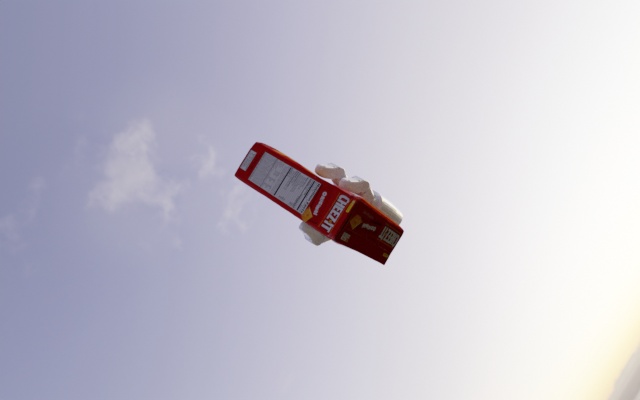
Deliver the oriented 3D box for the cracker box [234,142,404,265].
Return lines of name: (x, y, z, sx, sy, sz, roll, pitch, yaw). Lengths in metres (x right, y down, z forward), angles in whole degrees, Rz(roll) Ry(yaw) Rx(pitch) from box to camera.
cracker box: (0.000, 0.002, 0.717, 0.213, 0.072, 0.164, 31, 0, 35)
